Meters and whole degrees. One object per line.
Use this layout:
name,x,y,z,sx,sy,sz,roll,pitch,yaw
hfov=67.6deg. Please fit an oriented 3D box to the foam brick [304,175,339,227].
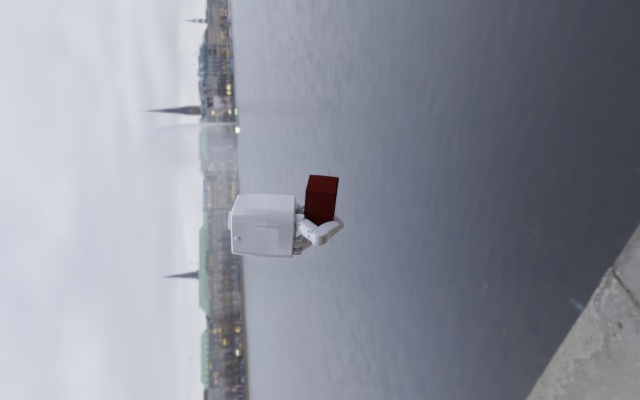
foam brick,0.000,0.002,0.811,0.051,0.078,0.053,9,36,3
